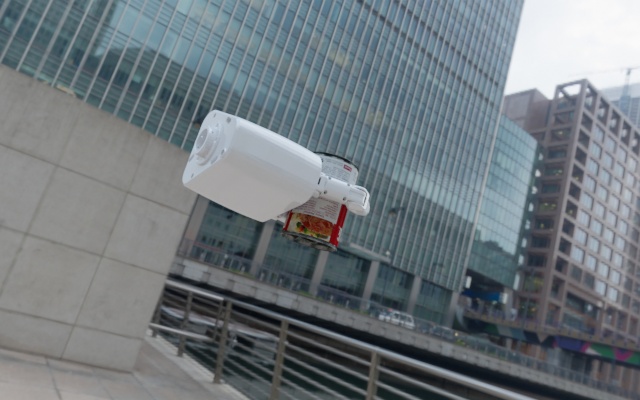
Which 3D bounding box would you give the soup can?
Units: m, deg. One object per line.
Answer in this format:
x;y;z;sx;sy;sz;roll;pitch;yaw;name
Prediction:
0.001;0.002;0.563;0.068;0.102;0.068;16;-13;4;soup can
